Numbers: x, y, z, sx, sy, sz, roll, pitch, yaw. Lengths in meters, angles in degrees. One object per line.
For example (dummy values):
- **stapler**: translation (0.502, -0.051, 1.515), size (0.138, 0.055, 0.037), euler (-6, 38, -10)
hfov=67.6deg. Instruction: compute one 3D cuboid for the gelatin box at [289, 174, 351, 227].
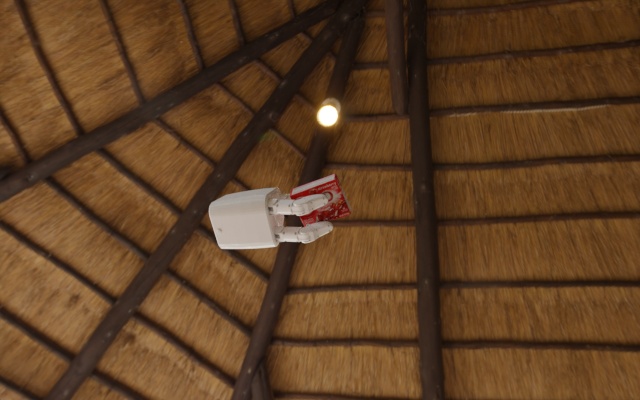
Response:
- **gelatin box**: translation (0.000, 0.002, 0.836), size (0.089, 0.073, 0.030), euler (-19, 24, 12)
